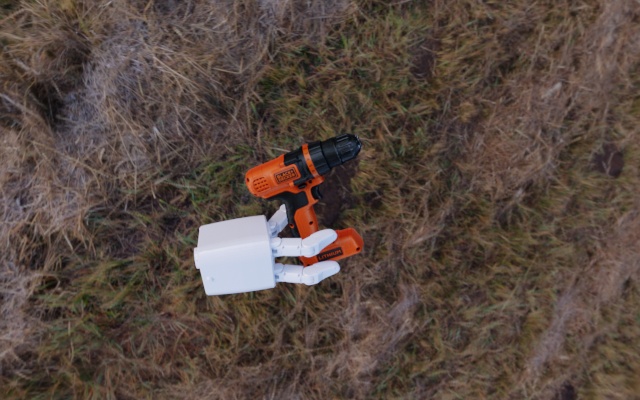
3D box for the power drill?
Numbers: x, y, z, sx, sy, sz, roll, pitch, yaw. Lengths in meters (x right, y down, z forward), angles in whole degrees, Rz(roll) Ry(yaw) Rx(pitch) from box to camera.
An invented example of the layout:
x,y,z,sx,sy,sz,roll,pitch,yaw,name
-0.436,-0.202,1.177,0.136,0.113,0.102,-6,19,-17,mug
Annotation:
x,y,z,sx,sy,sz,roll,pitch,yaw,name
0.000,0.003,0.744,0.184,0.188,0.057,-20,19,12,power drill
